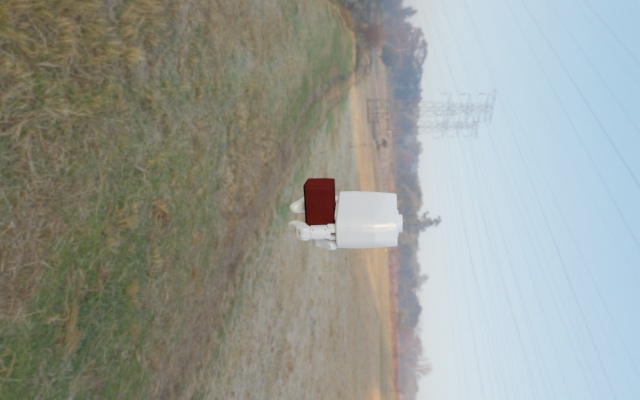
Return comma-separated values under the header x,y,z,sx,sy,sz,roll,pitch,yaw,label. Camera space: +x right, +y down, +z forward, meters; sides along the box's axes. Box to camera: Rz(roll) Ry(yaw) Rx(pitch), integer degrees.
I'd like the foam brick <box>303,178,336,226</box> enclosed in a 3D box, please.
x,y,z,sx,sy,sz,roll,pitch,yaw,label
0.000,0.003,0.852,0.051,0.078,0.053,0,20,8,foam brick
